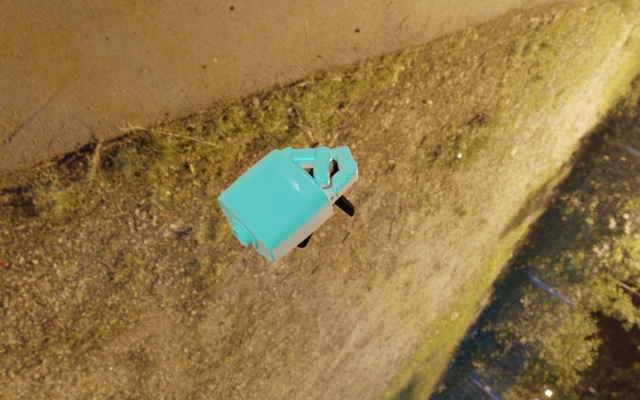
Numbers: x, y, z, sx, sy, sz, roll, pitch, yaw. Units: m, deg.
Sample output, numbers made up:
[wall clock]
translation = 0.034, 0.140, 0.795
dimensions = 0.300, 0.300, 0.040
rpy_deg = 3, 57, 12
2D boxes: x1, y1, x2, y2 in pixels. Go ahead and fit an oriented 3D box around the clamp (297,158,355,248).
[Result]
[clamp]
translation = 0.001, 0.003, 0.728
dimensions = 0.039, 0.120, 0.172
rpy_deg = 36, -24, 31
